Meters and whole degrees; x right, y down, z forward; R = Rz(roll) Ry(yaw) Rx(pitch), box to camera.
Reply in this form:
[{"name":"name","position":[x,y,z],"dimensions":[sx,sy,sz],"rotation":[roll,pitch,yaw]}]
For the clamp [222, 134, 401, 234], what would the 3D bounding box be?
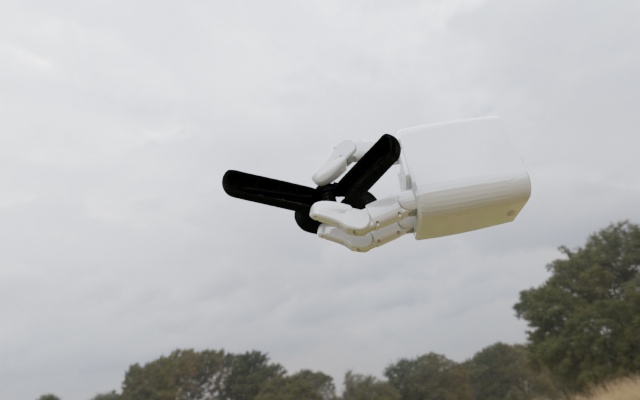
[{"name":"clamp","position":[0.000,0.001,0.505],"dimensions":[0.164,0.036,0.210],"rotation":[-8,-23,4]}]
